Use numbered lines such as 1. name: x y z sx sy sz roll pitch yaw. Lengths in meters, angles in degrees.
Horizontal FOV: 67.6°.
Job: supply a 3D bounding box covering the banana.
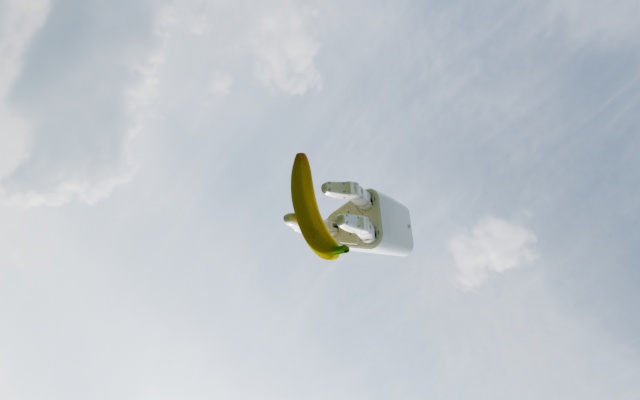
1. banana: -0.009 0.017 0.702 0.037 0.197 0.070 12 -50 -41
